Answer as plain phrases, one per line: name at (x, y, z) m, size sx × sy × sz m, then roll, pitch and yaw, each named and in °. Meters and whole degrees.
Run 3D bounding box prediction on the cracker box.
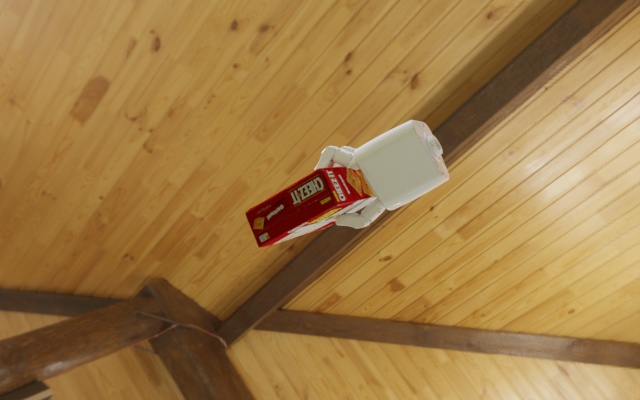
cracker box at (0.000, 0.003, 0.822) m, size 0.164 × 0.072 × 0.213 m, roll -30°, pitch -9°, yaw 27°
